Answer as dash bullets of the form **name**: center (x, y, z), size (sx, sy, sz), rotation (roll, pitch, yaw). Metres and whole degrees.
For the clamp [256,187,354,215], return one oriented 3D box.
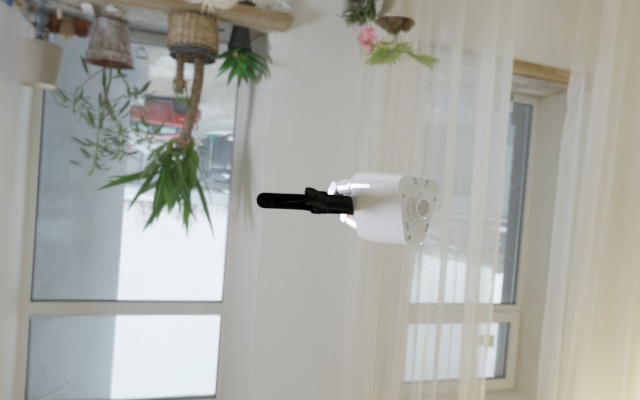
- **clamp**: center (0.000, 0.003, 0.748), size (0.171, 0.039, 0.120), rotation (3, -1, -37)
